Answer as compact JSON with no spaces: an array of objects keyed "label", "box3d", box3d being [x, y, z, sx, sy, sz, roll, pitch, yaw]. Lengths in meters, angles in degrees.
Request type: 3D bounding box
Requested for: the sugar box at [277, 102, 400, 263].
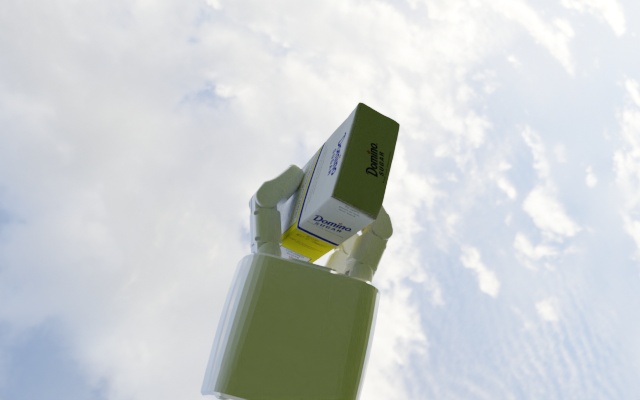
[{"label":"sugar box","box3d":[0.000,0.002,0.421,0.048,0.093,0.176,27,-31,-16]}]
